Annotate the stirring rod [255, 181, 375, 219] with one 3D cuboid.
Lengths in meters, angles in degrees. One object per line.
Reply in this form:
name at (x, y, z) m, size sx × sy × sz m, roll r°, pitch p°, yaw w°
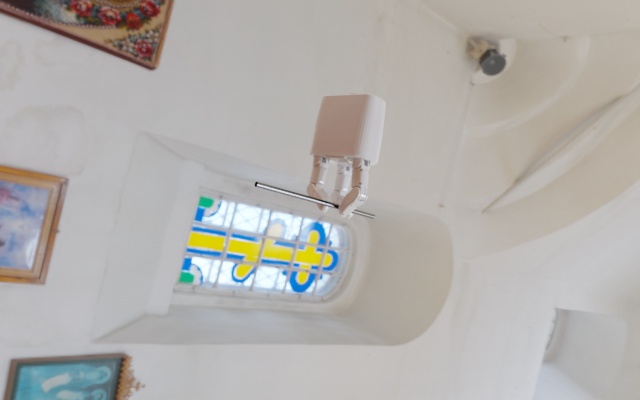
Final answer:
stirring rod at (0.000, 0.002, 0.752) m, size 0.239 × 0.011 × 0.011 m, roll 16°, pitch -10°, yaw -38°
